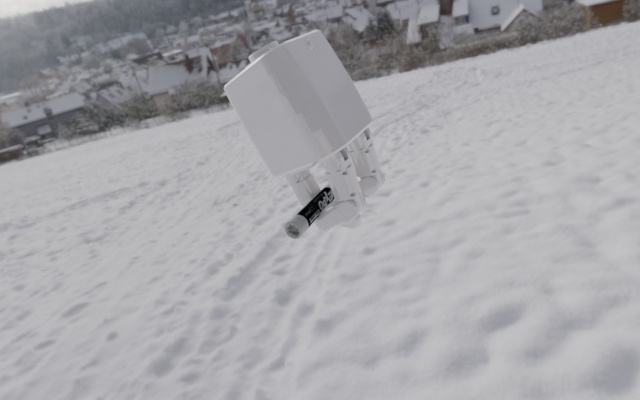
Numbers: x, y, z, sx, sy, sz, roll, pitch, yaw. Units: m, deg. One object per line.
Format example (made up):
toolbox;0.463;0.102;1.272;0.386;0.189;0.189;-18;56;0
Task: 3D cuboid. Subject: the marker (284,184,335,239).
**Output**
marker;0.000;0.002;0.495;0.020;0.020;0.121;0;26;29
